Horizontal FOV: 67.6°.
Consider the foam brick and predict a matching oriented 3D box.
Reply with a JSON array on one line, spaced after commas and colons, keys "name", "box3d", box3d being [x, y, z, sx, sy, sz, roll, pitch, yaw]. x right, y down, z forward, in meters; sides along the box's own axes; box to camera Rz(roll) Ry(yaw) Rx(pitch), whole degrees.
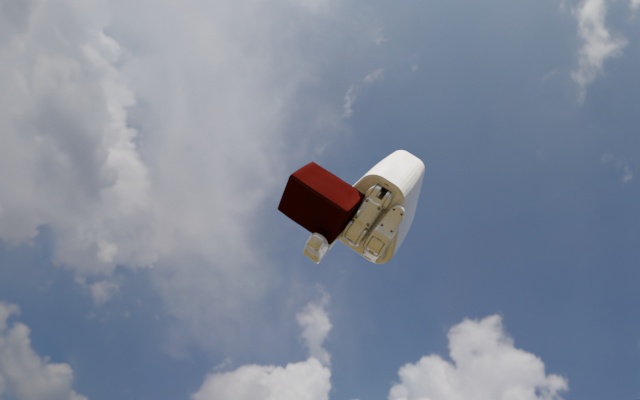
[{"name": "foam brick", "box3d": [0.000, 0.002, 0.551, 0.078, 0.053, 0.051, 34, 36, 10]}]
